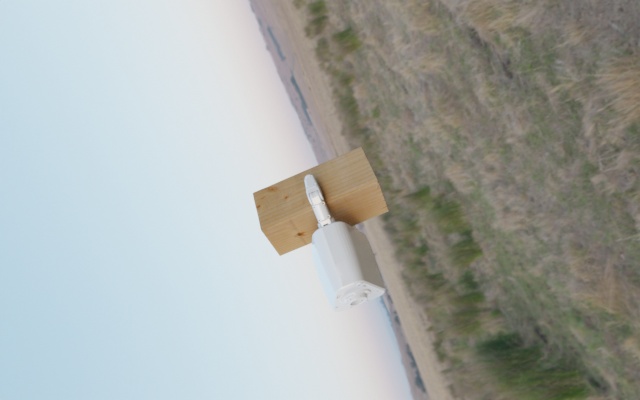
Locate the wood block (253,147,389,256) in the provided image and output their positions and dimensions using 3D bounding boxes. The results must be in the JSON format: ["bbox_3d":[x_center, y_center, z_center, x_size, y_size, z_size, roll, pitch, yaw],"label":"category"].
[{"bbox_3d":[0.000,0.003,0.827,0.206,0.090,0.091,-23,-42,4],"label":"wood block"}]
